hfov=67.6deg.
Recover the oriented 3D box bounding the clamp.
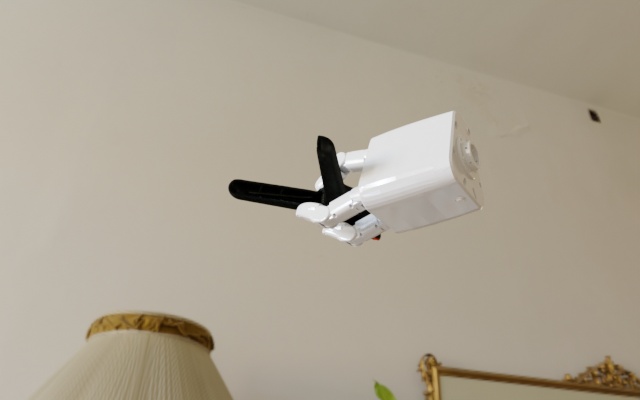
[{"bbox_3d":[0.001,0.001,0.605,0.164,0.036,0.210,-16,-36,34],"label":"clamp"}]
